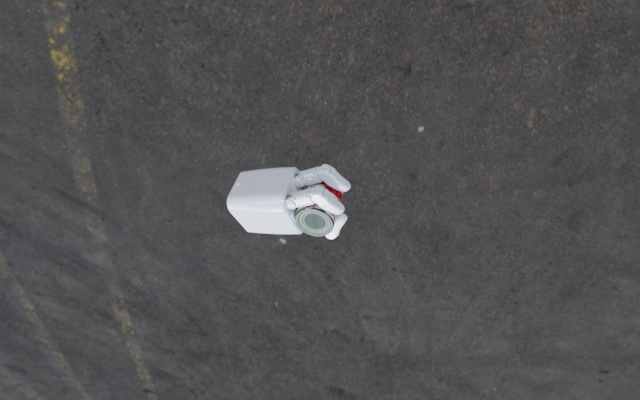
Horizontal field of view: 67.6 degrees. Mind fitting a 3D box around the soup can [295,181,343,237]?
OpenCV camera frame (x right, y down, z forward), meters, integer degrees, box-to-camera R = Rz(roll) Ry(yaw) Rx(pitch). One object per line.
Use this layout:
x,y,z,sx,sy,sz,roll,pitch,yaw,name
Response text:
0.001,0.003,0.817,0.068,0.069,0.102,0,43,17,soup can
